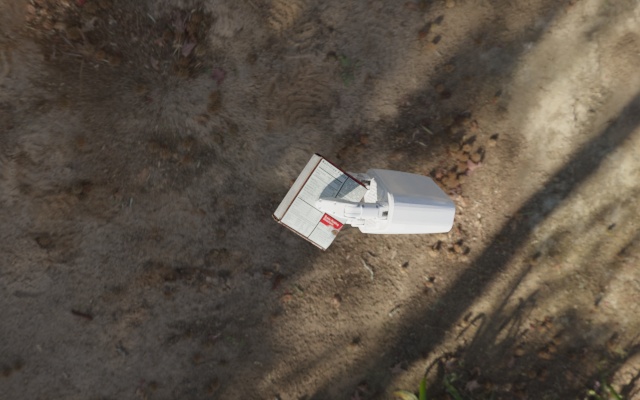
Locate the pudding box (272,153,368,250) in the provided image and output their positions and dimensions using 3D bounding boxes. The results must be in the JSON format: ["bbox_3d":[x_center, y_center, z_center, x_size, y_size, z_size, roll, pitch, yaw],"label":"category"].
[{"bbox_3d":[0.000,0.002,0.684,0.090,0.113,0.039,34,0,-23],"label":"pudding box"}]
